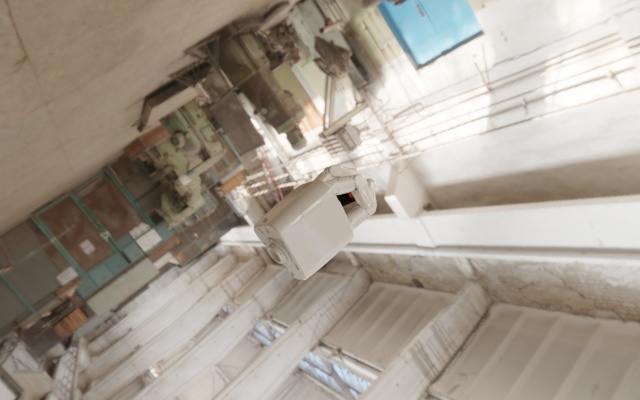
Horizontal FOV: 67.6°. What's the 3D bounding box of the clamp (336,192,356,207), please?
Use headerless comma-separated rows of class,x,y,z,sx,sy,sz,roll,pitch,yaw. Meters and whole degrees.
clamp,0.001,0.003,0.807,0.120,0.039,0.171,-41,13,-25
